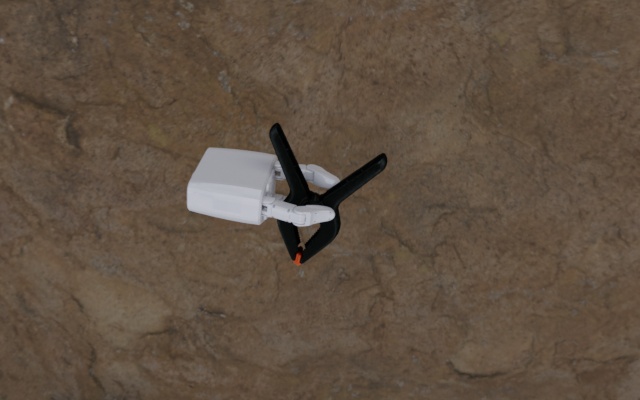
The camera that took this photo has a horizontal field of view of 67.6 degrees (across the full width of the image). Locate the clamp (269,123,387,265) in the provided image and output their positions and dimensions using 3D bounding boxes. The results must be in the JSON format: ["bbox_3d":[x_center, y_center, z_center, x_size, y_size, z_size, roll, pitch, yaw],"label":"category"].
[{"bbox_3d":[0.000,0.003,0.684,0.164,0.210,0.036,10,26,5],"label":"clamp"}]
